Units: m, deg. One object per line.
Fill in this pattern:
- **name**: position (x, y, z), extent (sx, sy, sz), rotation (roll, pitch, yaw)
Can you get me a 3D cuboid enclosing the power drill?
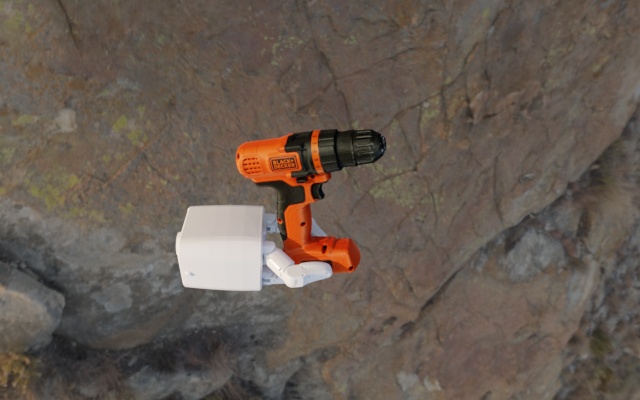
- **power drill**: position (0.000, 0.002, 0.604), extent (0.184, 0.188, 0.057), rotation (-4, 25, 17)
